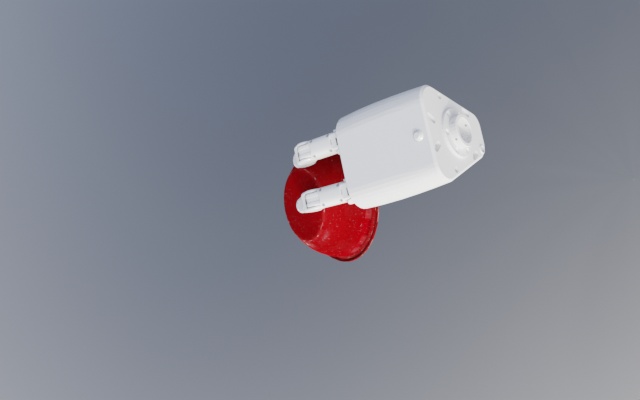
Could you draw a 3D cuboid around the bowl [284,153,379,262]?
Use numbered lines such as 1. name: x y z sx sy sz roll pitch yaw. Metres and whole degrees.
1. bowl: -0.001 0.003 0.601 0.055 0.162 0.162 -8 5 -34
